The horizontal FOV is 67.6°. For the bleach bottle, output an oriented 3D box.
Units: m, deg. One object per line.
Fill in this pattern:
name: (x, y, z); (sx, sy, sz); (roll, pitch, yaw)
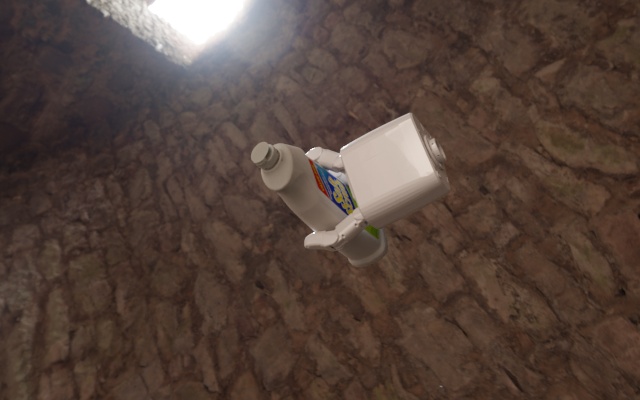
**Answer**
bleach bottle: (0.000, 0.002, 0.654); (0.068, 0.102, 0.251); (-28, -40, 24)
